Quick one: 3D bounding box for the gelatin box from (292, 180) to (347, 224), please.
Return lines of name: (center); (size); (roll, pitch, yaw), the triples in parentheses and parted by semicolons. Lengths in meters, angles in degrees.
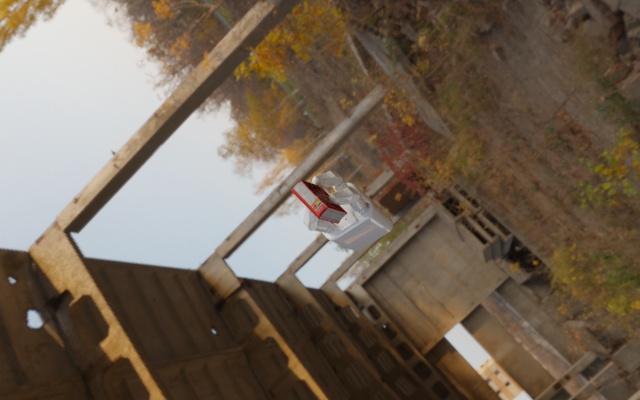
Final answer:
gelatin box: (0.000, 0.003, 0.835); (0.073, 0.030, 0.089); (46, 12, 24)
